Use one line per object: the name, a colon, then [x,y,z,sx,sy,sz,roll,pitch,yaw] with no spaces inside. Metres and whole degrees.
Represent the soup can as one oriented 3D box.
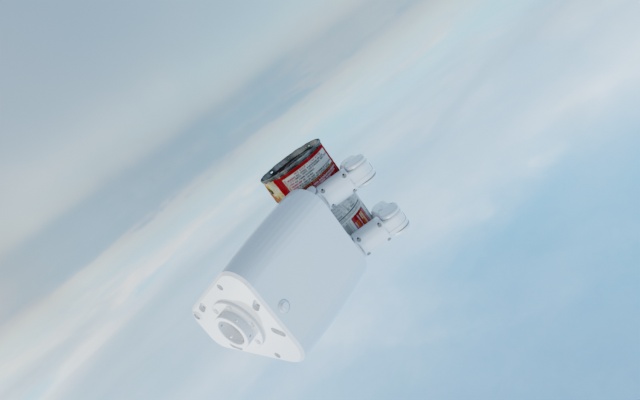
soup can: [0.000,0.001,0.458,0.068,0.102,0.068,-34,14,10]
